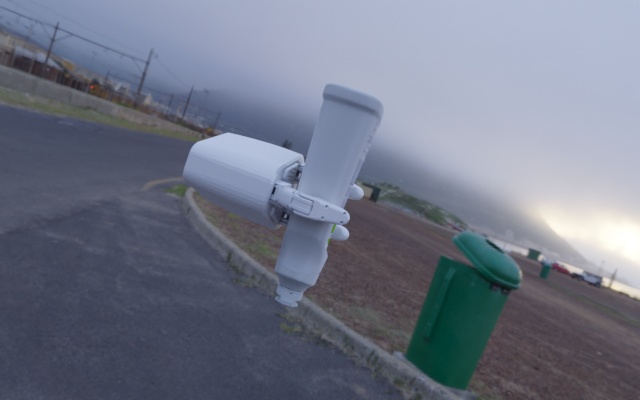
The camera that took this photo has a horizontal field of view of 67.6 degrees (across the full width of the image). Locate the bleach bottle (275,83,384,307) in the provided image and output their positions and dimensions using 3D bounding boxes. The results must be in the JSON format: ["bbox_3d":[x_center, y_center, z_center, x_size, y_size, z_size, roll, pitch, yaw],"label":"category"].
[{"bbox_3d":[0.000,0.002,0.546,0.068,0.251,0.102,20,3,9],"label":"bleach bottle"}]
